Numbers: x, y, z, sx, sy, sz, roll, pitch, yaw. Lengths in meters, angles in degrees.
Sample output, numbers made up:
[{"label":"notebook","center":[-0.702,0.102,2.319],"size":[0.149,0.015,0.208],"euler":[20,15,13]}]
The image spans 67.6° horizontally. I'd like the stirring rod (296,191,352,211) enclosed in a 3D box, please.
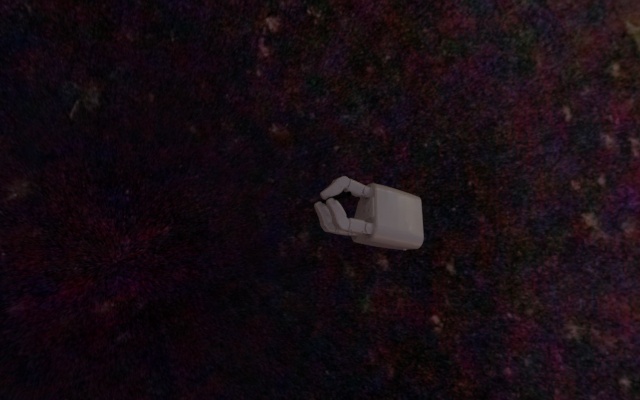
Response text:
[{"label":"stirring rod","center":[0.000,0.003,0.887],"size":[0.011,0.011,0.239],"euler":[0,-7,-23]}]
